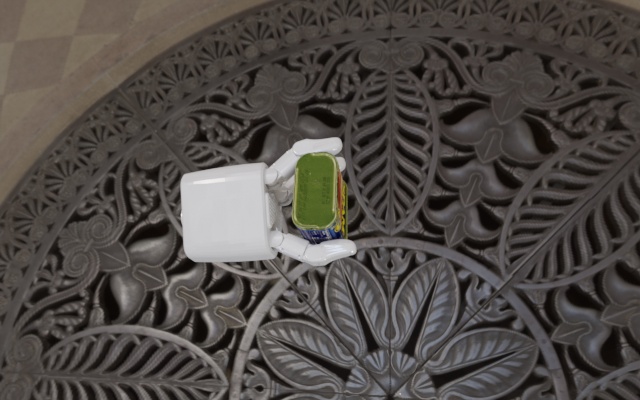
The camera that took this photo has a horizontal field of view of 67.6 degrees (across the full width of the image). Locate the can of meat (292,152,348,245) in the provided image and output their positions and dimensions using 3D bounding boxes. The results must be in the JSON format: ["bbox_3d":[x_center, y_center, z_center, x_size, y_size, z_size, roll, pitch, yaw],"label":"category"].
[{"bbox_3d":[0.000,0.002,0.581,0.057,0.102,0.084,-2,-22,9],"label":"can of meat"}]
